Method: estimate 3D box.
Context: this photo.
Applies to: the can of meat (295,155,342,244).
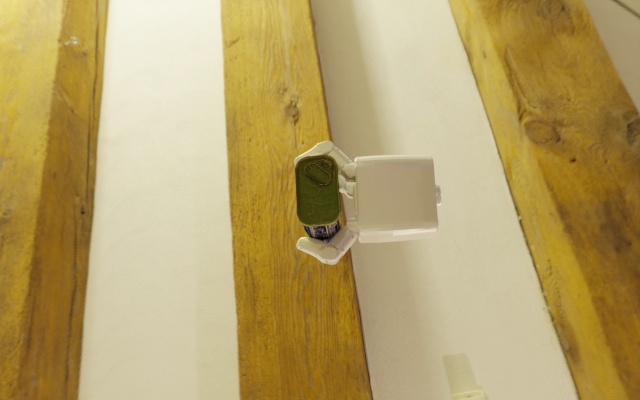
[{"bbox_3d":[0.000,0.002,0.657,0.057,0.102,0.084,-6,-25,4],"label":"can of meat"}]
